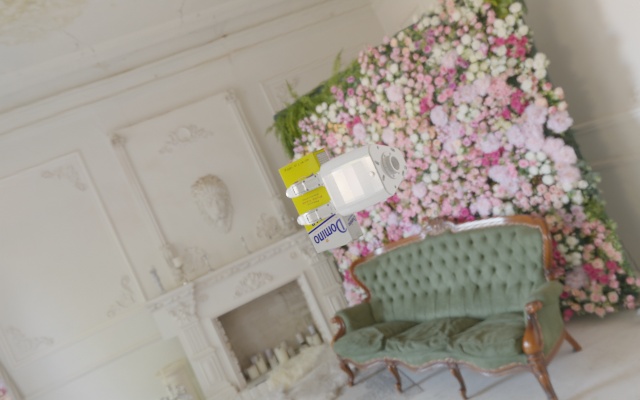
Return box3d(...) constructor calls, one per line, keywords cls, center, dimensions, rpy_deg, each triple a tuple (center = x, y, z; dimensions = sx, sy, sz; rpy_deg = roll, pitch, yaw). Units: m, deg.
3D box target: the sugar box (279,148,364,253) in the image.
box3d(cls="sugar box", center=(0.000, 0.003, 0.883), dimensions=(0.093, 0.176, 0.048), rpy_deg=(-23, 2, 38))
